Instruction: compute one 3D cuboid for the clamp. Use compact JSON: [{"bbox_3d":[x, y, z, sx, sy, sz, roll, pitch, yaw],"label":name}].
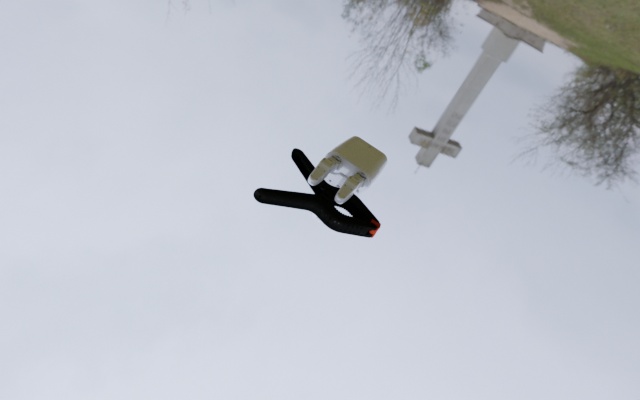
[{"bbox_3d":[0.000,0.003,0.799,0.210,0.036,0.164,35,40,8],"label":"clamp"}]
